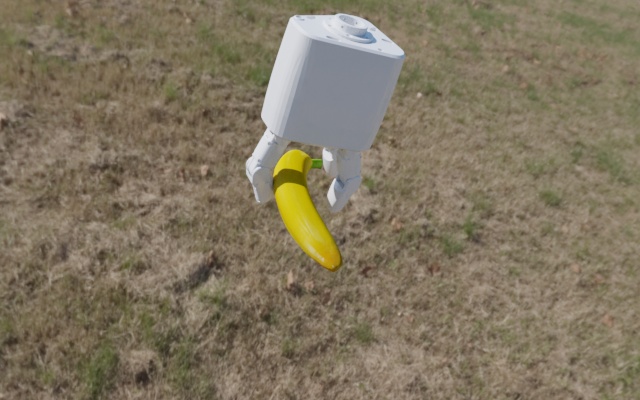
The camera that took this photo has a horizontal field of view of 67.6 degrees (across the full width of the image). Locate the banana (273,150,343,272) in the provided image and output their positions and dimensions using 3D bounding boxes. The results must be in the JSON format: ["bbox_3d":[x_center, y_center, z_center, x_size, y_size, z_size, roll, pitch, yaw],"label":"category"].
[{"bbox_3d":[-0.018,-0.004,0.520,0.069,0.037,0.197,12,36,-15],"label":"banana"}]
